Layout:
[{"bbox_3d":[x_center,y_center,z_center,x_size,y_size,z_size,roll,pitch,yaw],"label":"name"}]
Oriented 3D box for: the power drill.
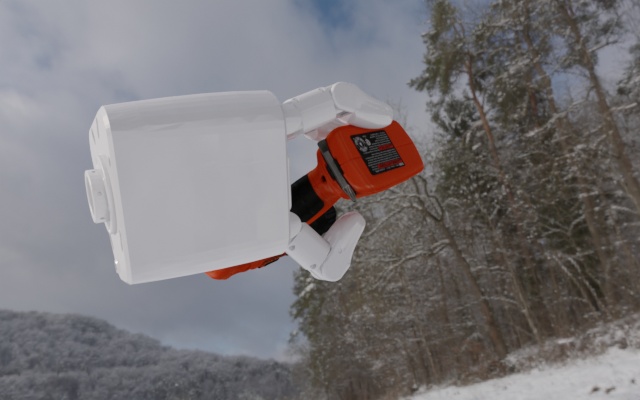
[{"bbox_3d":[0.000,0.001,0.438,0.188,0.057,0.184,-38,-10,37],"label":"power drill"}]
